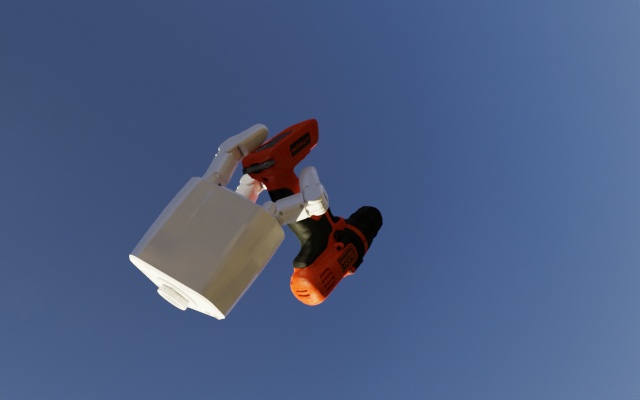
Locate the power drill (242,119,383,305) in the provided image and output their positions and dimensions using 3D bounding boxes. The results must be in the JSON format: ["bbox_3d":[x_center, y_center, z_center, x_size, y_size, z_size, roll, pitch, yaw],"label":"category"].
[{"bbox_3d":[0.000,0.002,0.574,0.057,0.188,0.184,-15,19,39],"label":"power drill"}]
